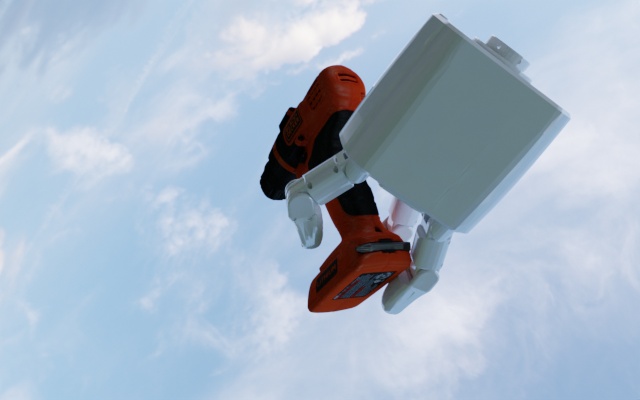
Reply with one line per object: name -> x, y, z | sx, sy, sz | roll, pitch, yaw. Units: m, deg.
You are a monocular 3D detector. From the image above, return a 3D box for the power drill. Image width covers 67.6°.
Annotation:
power drill -> 0.000, 0.002, 0.437 | 0.057, 0.187, 0.184 | -2, -30, -29
